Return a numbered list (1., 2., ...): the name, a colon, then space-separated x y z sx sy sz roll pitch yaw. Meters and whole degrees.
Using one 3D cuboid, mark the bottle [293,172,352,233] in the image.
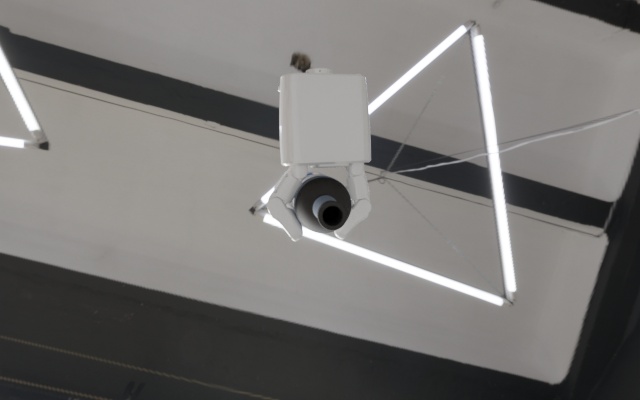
1. bottle: 0.000 0.002 0.589 0.069 0.069 0.295 0 5 -4
